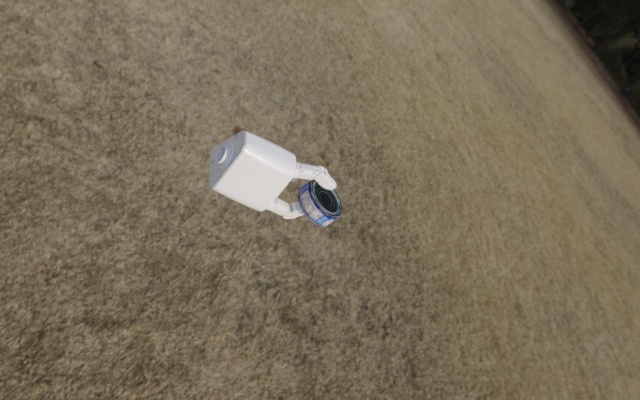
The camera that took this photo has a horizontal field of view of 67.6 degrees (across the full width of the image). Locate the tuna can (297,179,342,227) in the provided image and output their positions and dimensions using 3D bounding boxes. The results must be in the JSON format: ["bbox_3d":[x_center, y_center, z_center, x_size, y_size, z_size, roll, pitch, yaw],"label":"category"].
[{"bbox_3d":[0.001,0.003,0.864,0.034,0.086,0.086,-35,-19,29],"label":"tuna can"}]
